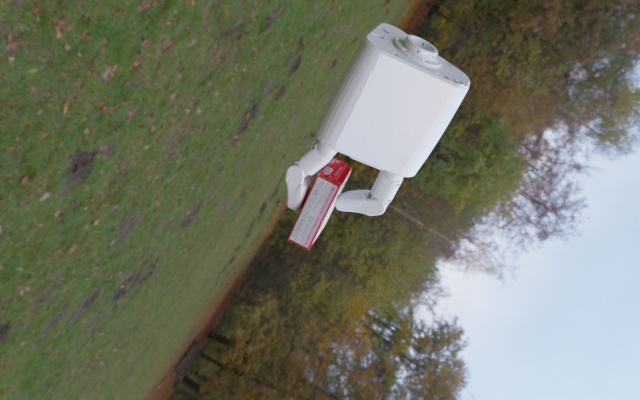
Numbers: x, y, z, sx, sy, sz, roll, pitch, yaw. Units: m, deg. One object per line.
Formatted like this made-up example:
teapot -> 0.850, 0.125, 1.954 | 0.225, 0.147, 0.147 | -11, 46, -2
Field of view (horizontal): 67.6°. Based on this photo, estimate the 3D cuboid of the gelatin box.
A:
gelatin box -> 0.000, 0.002, 0.541 | 0.030, 0.089, 0.073 | 27, 22, 4
